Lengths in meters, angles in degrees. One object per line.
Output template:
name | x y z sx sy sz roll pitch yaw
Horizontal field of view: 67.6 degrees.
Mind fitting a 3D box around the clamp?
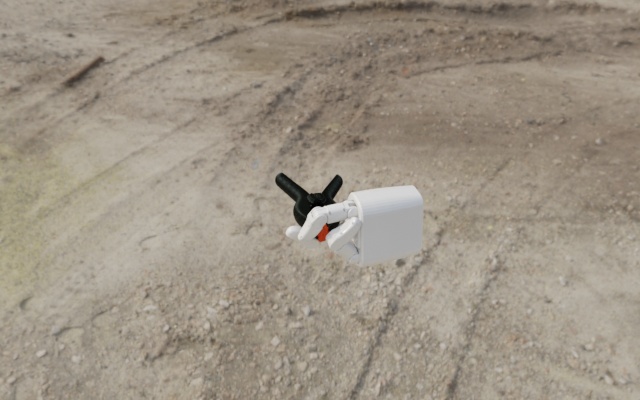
clamp | 0.000 0.002 0.795 0.120 0.039 0.171 -9 41 -15
